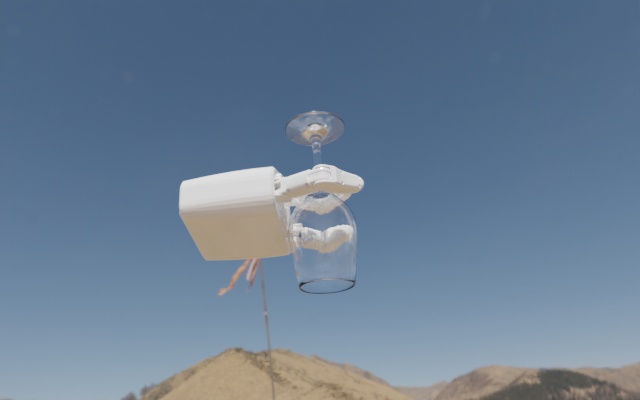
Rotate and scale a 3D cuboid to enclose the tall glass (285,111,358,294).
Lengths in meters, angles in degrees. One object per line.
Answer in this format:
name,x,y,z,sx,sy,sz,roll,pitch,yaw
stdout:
tall glass,0.000,0.001,0.550,0.079,0.201,0.079,-4,-24,-2
